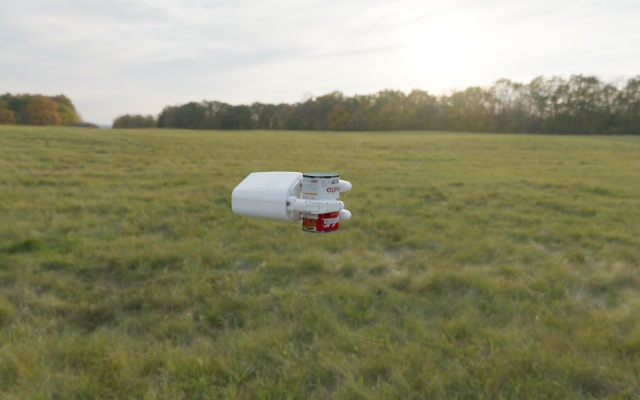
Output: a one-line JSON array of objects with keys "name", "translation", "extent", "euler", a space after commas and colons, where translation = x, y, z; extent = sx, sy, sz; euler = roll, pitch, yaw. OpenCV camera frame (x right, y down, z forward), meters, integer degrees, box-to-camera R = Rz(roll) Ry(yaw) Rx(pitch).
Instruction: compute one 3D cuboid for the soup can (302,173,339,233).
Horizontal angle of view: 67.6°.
[{"name": "soup can", "translation": [0.001, 0.003, 0.865], "extent": [0.068, 0.102, 0.068], "euler": [0, 9, 0]}]
